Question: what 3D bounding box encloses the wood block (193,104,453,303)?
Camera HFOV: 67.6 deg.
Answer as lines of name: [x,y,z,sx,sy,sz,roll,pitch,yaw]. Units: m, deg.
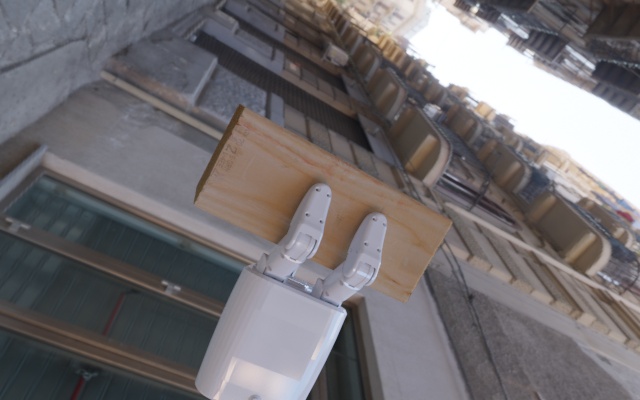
wood block: [0.000,0.002,0.437,0.206,0.090,0.091,27,5,-17]
